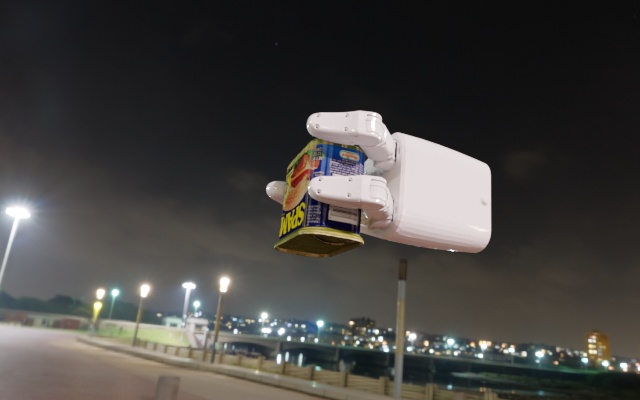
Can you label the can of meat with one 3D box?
[{"bbox_3d":[0.000,0.001,0.431,0.057,0.084,0.102,11,-17,-18],"label":"can of meat"}]
